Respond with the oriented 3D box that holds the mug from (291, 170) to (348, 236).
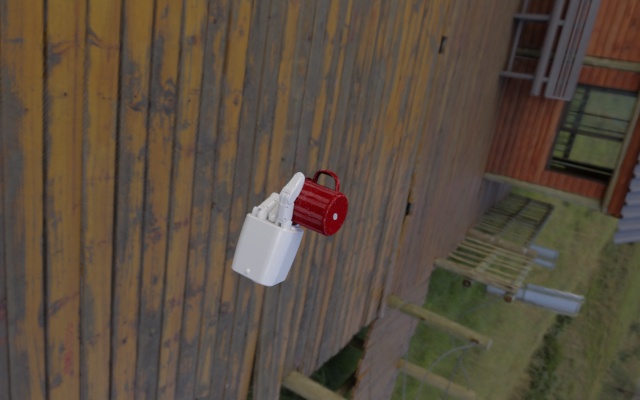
[{"bbox_3d":[0.001,0.002,0.859,0.081,0.117,0.093,21,5,29],"label":"mug"}]
